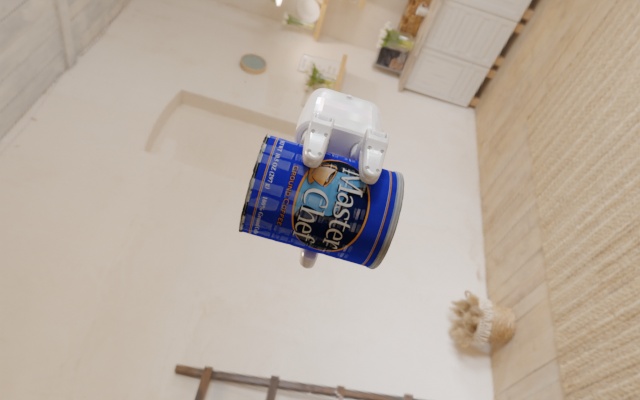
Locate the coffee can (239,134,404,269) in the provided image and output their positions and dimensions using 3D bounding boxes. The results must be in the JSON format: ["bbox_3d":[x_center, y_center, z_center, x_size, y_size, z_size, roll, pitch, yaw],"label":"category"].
[{"bbox_3d":[0.000,0.002,0.481,0.140,0.103,0.103,16,-1,-4],"label":"coffee can"}]
